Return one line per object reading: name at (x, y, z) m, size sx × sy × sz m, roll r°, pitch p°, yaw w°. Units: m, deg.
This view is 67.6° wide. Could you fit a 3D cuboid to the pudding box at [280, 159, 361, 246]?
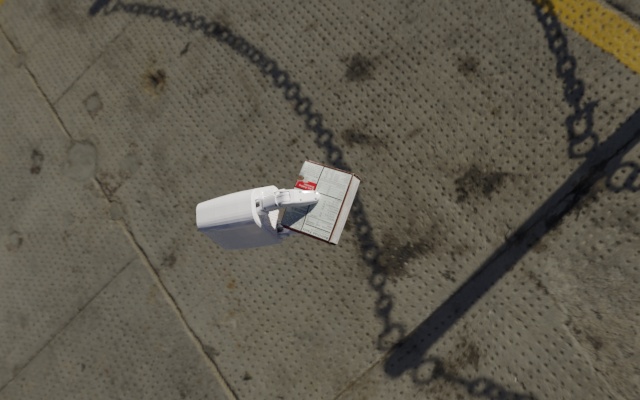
pudding box at (0.000, 0.002, 0.733) m, size 0.090 × 0.113 × 0.039 m, roll 19°, pitch -3°, yaw 24°
